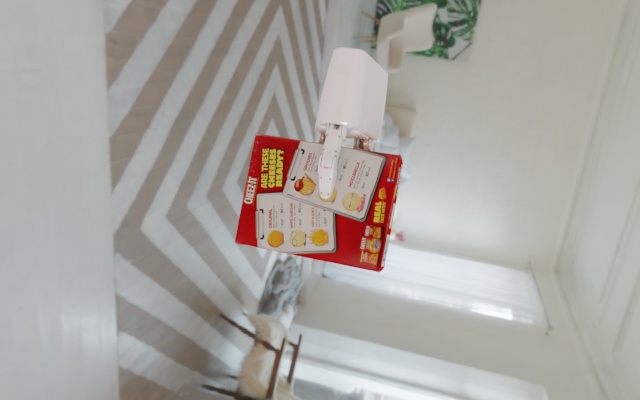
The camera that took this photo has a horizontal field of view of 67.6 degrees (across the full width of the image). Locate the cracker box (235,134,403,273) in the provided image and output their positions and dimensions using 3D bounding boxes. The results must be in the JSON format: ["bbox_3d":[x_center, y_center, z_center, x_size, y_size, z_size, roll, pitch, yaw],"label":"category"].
[{"bbox_3d":[0.000,0.002,0.694,0.213,0.164,0.072,10,-3,13],"label":"cracker box"}]
